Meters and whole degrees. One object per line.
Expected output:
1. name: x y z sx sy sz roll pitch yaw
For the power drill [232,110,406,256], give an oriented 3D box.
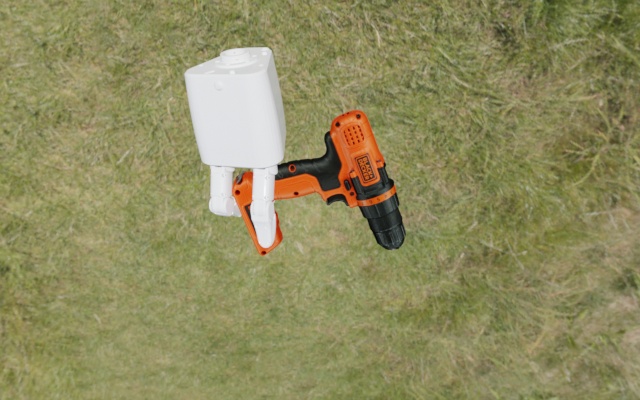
1. power drill: 0.000 0.002 0.595 0.187 0.184 0.057 -21 14 4
